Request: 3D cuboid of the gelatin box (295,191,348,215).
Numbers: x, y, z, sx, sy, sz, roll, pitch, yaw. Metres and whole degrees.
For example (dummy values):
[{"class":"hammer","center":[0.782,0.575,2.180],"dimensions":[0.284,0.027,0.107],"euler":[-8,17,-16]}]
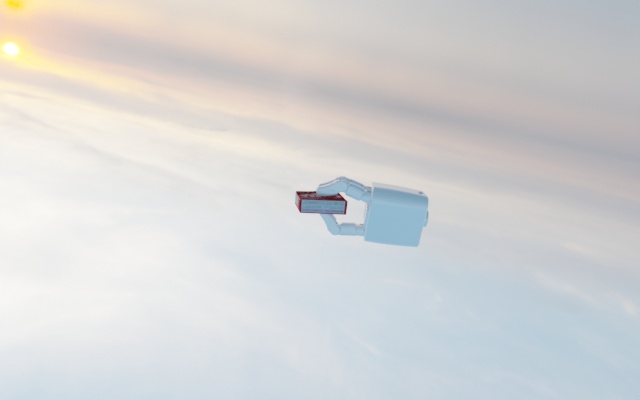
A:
[{"class":"gelatin box","center":[0.000,0.003,0.896],"dimensions":[0.089,0.030,0.073],"euler":[2,12,-10]}]
